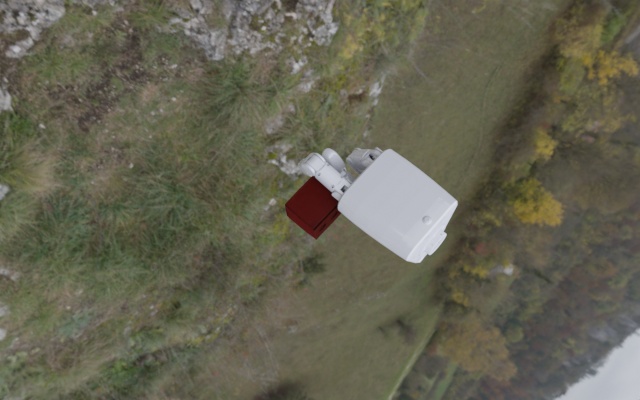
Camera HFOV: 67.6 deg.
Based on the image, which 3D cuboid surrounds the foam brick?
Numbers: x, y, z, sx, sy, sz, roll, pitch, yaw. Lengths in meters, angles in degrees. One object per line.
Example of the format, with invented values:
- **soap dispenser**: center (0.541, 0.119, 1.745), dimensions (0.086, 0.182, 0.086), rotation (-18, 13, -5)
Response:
- **foam brick**: center (0.000, 0.002, 0.607), dimensions (0.051, 0.078, 0.053), rotation (41, -11, 12)
